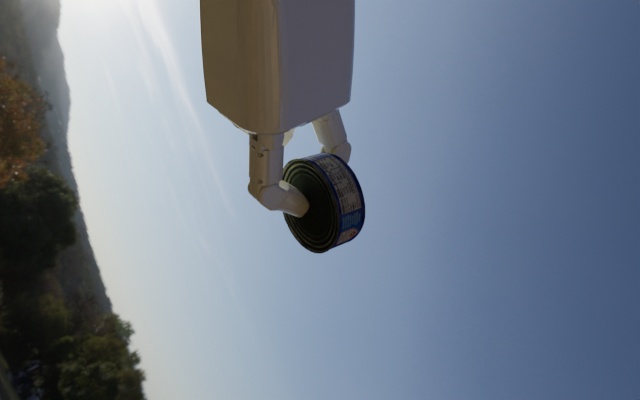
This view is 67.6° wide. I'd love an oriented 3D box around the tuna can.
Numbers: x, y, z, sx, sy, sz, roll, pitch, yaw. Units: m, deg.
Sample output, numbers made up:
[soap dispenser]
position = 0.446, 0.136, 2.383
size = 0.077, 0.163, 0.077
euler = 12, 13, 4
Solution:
[tuna can]
position = 0.001, 0.001, 0.425
size = 0.033, 0.086, 0.086
euler = -18, 11, -34
